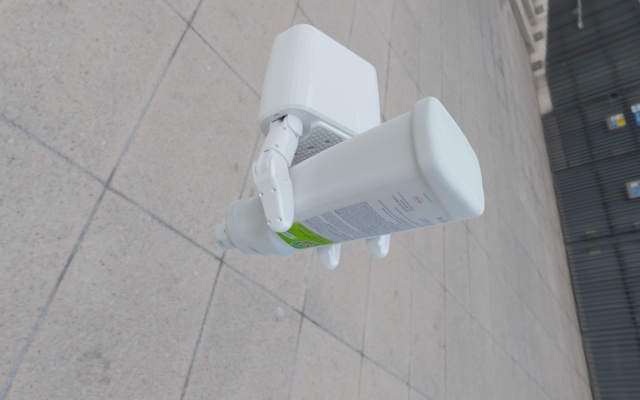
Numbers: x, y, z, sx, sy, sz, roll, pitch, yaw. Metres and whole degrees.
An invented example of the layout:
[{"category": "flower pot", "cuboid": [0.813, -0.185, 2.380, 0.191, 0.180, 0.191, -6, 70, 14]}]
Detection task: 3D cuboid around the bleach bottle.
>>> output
[{"category": "bleach bottle", "cuboid": [0.000, 0.001, 0.409, 0.251, 0.068, 0.103, -17, -36, 32]}]
